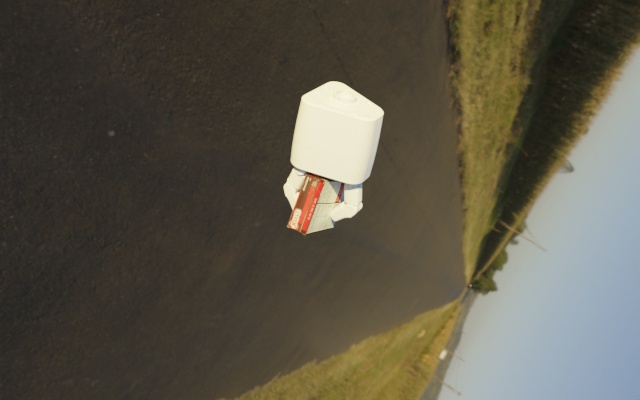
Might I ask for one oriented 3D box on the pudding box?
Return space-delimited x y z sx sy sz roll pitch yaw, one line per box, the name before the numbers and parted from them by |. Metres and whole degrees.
pudding box | 0.000 0.002 0.747 0.039 0.090 0.113 26 13 23
